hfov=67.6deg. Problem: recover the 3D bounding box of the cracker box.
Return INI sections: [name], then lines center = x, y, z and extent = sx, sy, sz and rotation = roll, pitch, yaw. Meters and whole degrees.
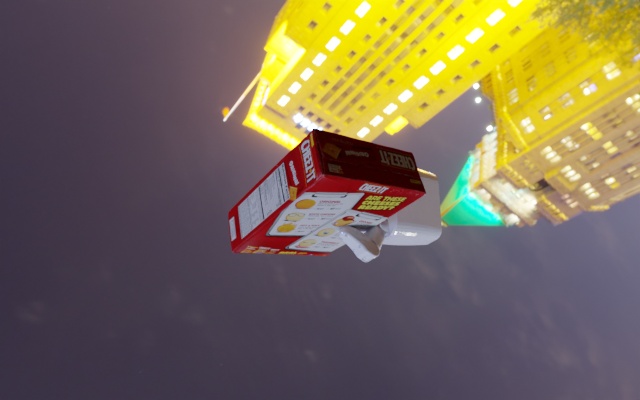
[cracker box]
center = 0.000, 0.002, 0.624
extent = 0.164, 0.072, 0.214
rotation = 7, -32, -37
